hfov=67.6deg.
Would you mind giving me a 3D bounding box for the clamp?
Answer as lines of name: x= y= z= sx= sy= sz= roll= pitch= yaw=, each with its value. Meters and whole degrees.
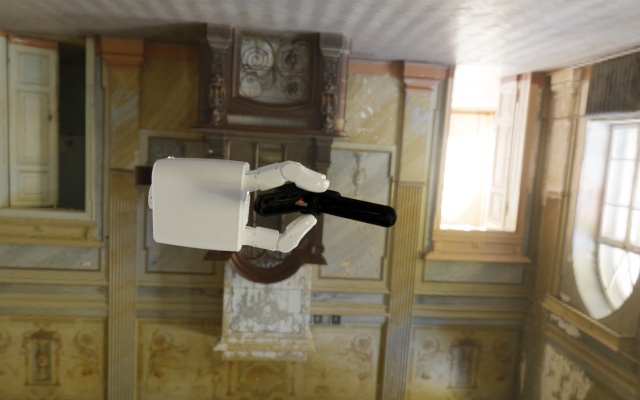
clamp: x=0.000 y=0.003 z=0.620 sx=0.164 sy=0.036 sz=0.210 roll=7 pitch=6 yaw=-6
